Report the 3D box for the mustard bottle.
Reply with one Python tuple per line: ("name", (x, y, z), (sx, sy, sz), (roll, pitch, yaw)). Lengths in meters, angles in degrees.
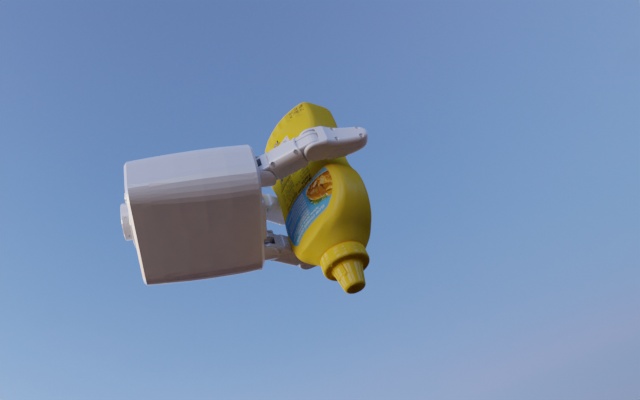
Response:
("mustard bottle", (0.000, 0.001, 0.443), (0.058, 0.191, 0.096), (12, -49, -34))
